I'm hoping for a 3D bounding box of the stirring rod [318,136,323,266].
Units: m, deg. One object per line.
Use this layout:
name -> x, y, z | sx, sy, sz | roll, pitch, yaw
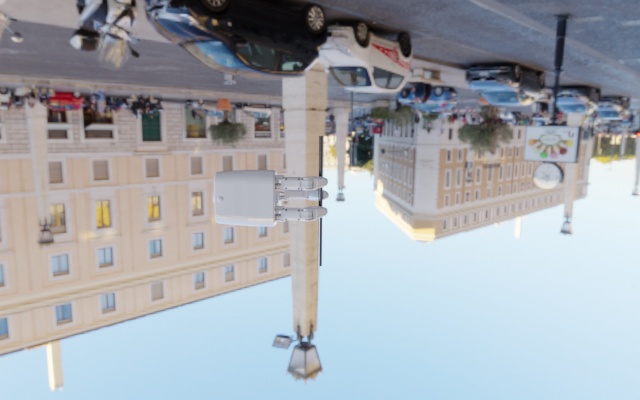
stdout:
stirring rod -> 0.000, 0.003, 0.874 | 0.011, 0.239, 0.011 | 1, 9, 0
